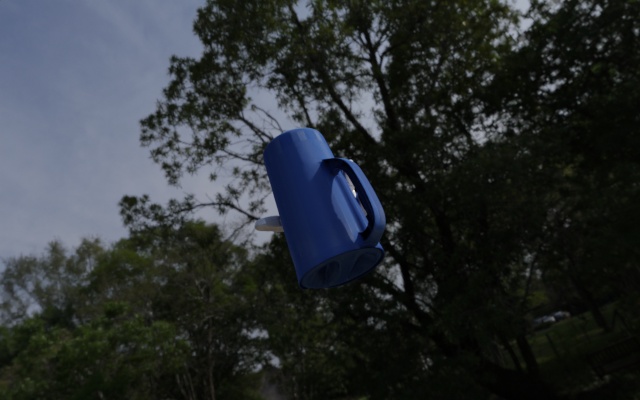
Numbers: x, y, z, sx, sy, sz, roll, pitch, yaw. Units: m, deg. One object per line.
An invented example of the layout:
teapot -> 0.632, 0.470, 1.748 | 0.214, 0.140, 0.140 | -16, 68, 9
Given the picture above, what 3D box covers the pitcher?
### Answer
pitcher -> 0.000, 0.003, 0.738 | 0.149, 0.242, 0.145 | -22, -27, -1
